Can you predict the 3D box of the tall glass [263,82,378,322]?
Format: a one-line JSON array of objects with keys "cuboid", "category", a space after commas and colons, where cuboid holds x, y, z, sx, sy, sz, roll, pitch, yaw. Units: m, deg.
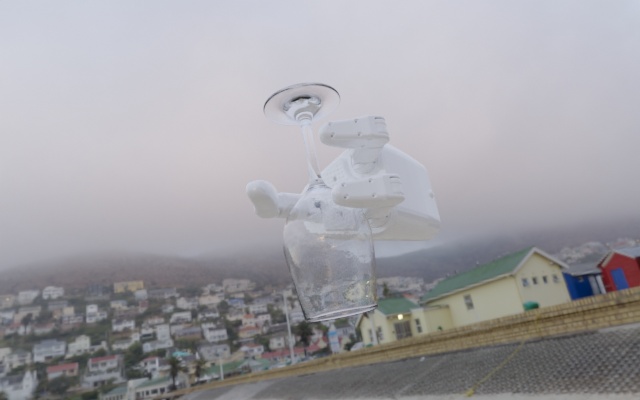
[{"cuboid": [0.000, 0.001, 0.424, 0.079, 0.201, 0.079, -9, -19, -3], "category": "tall glass"}]
